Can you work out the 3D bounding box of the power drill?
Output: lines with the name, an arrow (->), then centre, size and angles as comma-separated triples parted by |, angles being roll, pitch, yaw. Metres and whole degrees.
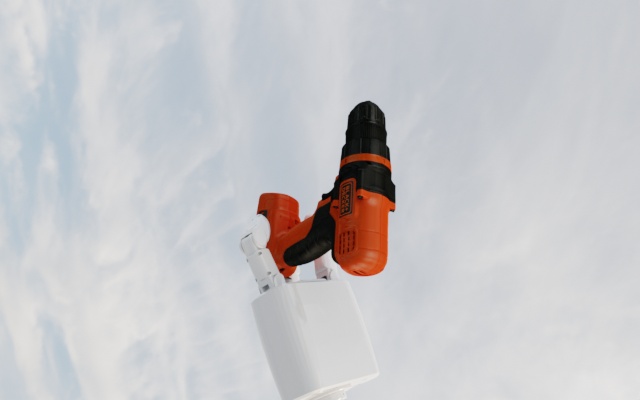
power drill -> 0.000, 0.002, 0.515 | 0.057, 0.184, 0.188 | 22, -30, -32
